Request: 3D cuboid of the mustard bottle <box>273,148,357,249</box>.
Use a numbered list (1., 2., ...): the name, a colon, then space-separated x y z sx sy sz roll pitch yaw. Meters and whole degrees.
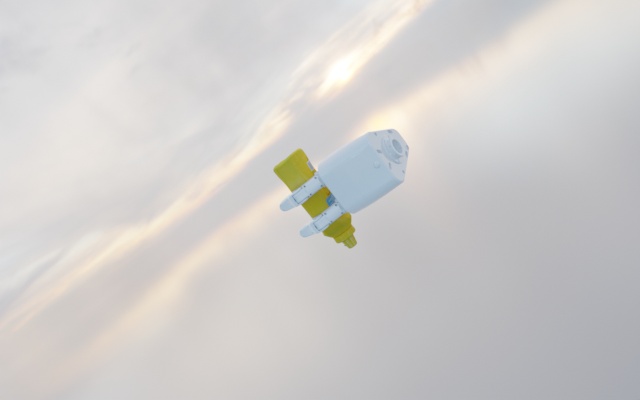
1. mustard bottle: 0.000 0.003 0.817 0.058 0.191 0.096 -36 7 12
